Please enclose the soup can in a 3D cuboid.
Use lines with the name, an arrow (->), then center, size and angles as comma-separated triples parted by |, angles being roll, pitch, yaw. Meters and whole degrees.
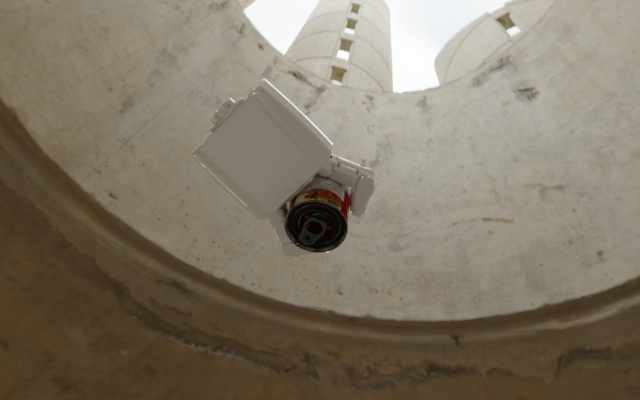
soup can -> 0.001, 0.002, 0.548 | 0.068, 0.068, 0.102 | 0, 33, 7
